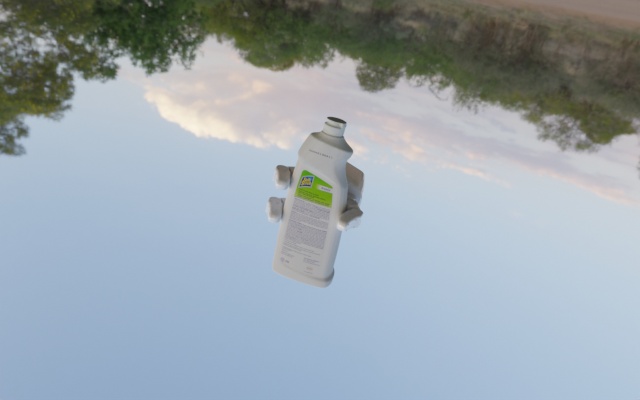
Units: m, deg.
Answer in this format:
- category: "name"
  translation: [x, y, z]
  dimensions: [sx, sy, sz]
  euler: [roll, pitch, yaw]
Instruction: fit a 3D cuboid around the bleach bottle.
- category: "bleach bottle"
  translation: [0.000, 0.002, 0.710]
  dimensions: [0.102, 0.251, 0.068]
  euler: [17, 22, 4]
